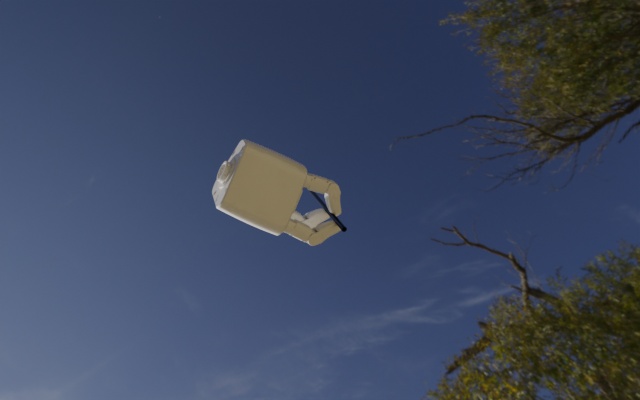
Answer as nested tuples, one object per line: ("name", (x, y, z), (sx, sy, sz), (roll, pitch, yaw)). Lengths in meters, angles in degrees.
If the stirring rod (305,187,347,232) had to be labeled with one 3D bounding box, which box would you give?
("stirring rod", (0.000, 0.003, 0.827), (0.011, 0.011, 0.239), (0, 20, -19))
